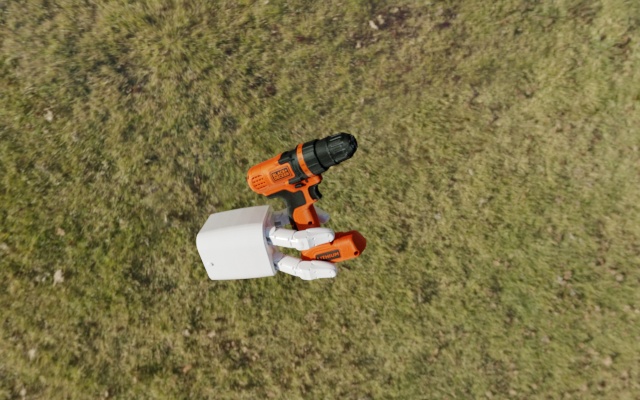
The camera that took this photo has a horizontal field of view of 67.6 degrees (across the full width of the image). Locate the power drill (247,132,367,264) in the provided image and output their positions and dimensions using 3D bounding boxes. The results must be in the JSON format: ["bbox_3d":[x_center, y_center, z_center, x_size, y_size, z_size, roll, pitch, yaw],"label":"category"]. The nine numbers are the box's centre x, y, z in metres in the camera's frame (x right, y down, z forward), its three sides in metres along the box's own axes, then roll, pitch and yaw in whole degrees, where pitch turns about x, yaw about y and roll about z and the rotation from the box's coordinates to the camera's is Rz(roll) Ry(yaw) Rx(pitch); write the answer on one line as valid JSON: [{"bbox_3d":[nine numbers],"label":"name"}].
[{"bbox_3d":[0.000,0.003,0.727,0.184,0.188,0.057,-18,15,28],"label":"power drill"}]
